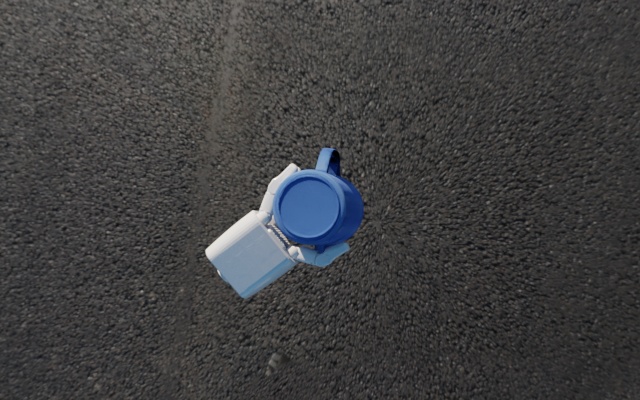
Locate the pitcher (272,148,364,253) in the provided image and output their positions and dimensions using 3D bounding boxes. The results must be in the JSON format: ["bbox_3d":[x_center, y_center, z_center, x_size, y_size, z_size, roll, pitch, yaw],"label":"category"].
[{"bbox_3d":[0.000,0.003,0.787,0.145,0.149,0.243,-36,-6,5],"label":"pitcher"}]
